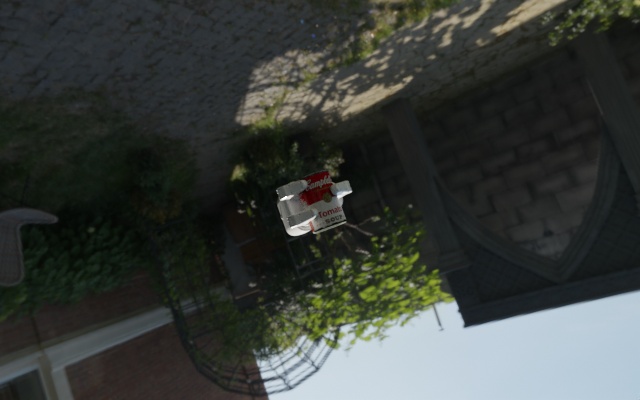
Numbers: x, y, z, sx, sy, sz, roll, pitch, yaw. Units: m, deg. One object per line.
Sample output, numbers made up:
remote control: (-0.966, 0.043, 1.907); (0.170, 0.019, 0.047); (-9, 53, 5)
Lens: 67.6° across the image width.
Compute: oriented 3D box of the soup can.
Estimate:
soup can: (0.000, 0.003, 0.884); (0.068, 0.102, 0.068); (-20, -6, -2)
